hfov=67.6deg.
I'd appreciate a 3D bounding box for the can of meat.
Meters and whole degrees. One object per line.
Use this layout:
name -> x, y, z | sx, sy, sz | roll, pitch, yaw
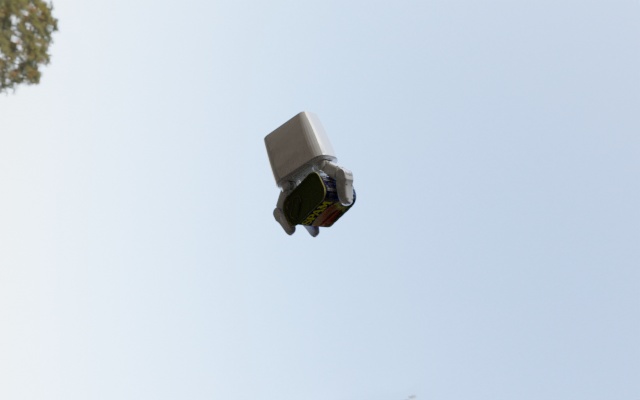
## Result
can of meat -> 0.000, 0.003, 0.816 | 0.084, 0.057, 0.102 | 8, -42, -44
